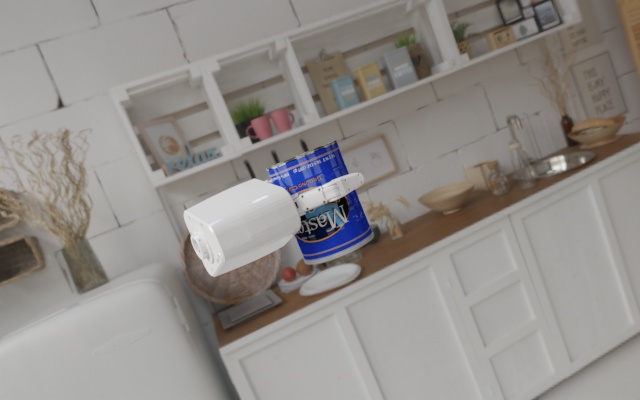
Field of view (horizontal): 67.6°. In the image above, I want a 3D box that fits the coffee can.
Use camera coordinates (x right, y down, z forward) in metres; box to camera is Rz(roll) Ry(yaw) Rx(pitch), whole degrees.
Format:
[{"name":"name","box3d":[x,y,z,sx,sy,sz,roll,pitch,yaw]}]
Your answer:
[{"name":"coffee can","box3d":[0.000,0.002,0.650,0.103,0.140,0.103,-22,6,2]}]
